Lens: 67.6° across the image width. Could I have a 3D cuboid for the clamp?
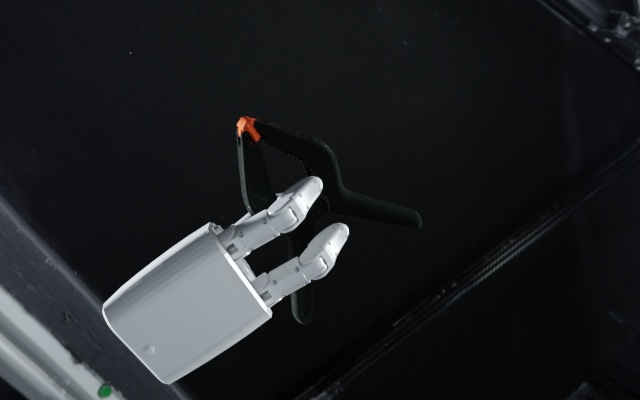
[{"bbox_3d":[-0.001,0.001,0.454,0.164,0.210,0.036,-34,25,-9],"label":"clamp"}]
